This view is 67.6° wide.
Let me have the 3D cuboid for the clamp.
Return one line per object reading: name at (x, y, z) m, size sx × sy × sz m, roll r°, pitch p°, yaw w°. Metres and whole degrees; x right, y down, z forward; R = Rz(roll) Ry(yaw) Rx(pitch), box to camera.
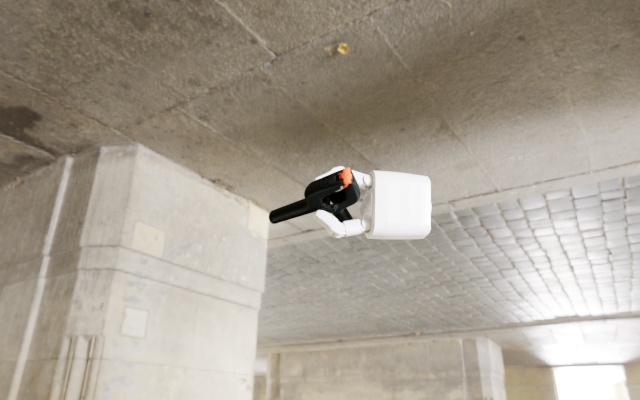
clamp at (0.001, 0.003, 0.822) m, size 0.164 × 0.036 × 0.210 m, roll 1°, pitch -24°, yaw -12°
